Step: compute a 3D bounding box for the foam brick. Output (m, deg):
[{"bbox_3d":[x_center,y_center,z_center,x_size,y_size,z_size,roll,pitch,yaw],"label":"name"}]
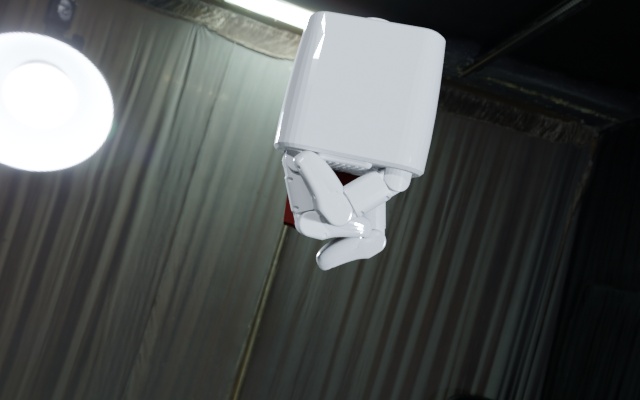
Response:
[{"bbox_3d":[0.000,0.001,0.424,0.053,0.051,0.078,8,-2,-11],"label":"foam brick"}]
